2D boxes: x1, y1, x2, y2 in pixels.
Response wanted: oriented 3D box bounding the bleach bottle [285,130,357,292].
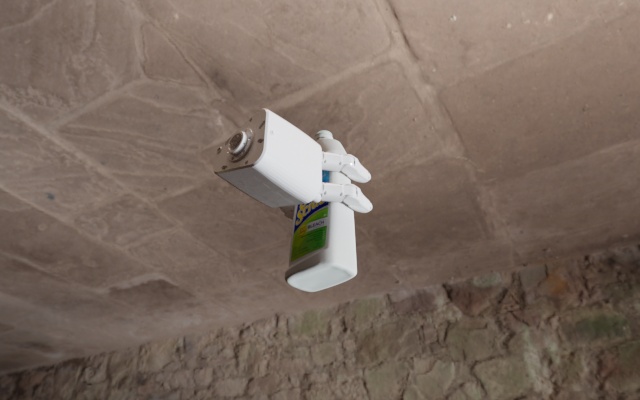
[{"bbox_3d":[0.000,0.002,0.719,0.102,0.250,0.068,-26,-40,33],"label":"bleach bottle"}]
